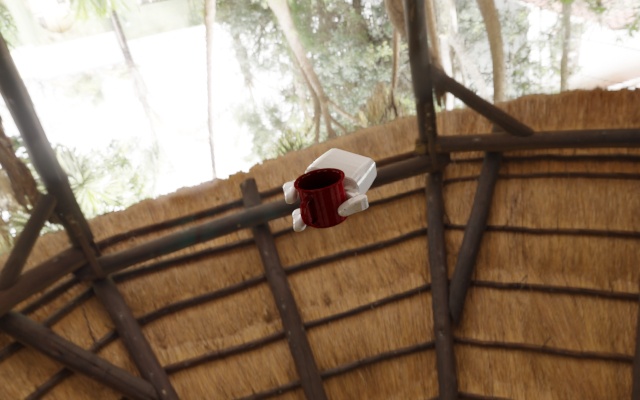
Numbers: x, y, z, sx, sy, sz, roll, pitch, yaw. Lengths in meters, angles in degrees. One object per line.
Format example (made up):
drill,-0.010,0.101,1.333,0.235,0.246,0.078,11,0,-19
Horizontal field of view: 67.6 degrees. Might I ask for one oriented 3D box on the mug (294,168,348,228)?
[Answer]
mug,0.000,0.004,0.852,0.093,0.081,0.117,3,30,29
